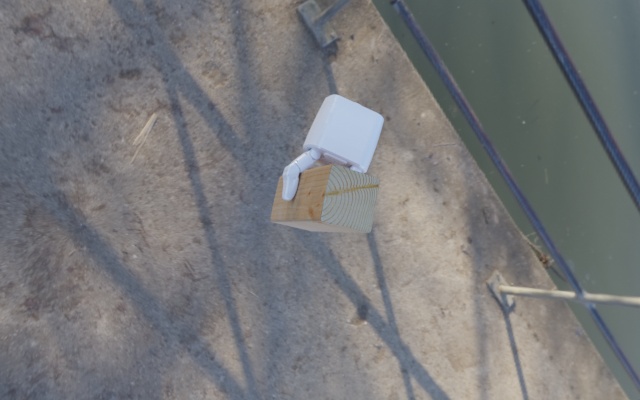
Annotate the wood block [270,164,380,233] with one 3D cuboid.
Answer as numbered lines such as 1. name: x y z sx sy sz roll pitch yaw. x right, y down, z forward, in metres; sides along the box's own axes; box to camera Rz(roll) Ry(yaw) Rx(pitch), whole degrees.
1. wood block: 0.000 0.002 0.810 0.091 0.090 0.206 16 -10 -25
